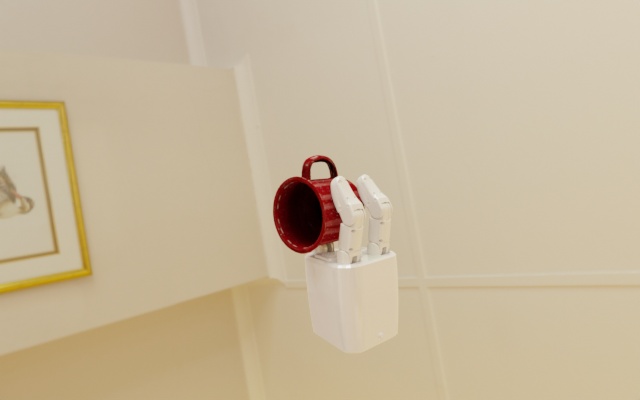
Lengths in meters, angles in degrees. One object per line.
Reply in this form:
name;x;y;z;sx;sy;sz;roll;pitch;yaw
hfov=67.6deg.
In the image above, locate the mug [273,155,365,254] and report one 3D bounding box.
mug;0.000;0.000;0.597;0.093;0.117;0.081;2;7;45
